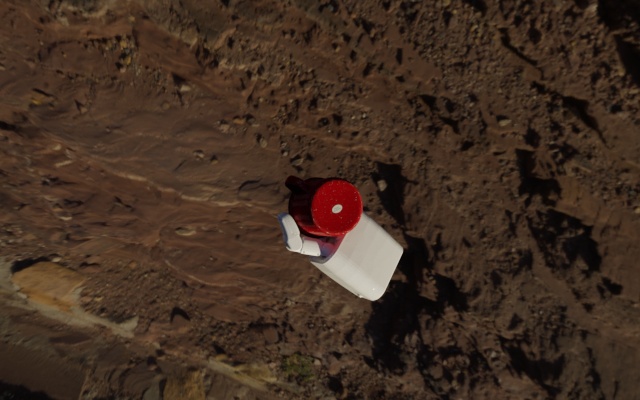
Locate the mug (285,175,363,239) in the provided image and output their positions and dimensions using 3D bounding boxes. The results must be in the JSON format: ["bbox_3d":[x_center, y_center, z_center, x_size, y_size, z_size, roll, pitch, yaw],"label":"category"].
[{"bbox_3d":[-0.001,0.001,0.682,0.117,0.093,0.081,40,-14,-14],"label":"mug"}]
